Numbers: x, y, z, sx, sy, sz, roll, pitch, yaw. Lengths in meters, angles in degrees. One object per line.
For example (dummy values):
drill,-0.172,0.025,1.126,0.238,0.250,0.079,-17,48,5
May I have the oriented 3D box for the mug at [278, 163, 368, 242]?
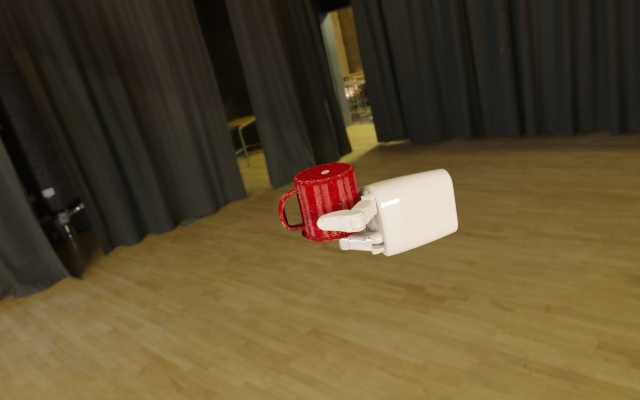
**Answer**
mug,-0.001,0.002,0.637,0.117,0.081,0.093,-16,19,-11
